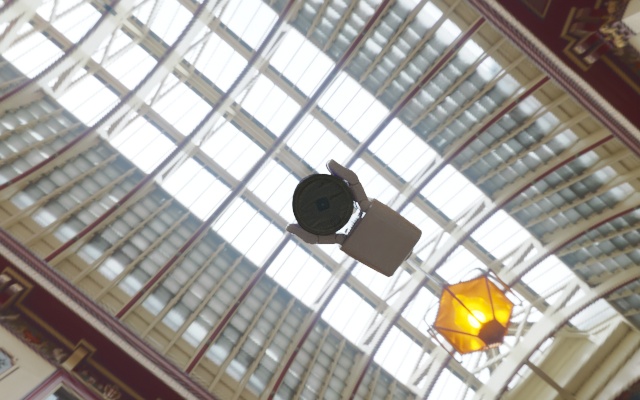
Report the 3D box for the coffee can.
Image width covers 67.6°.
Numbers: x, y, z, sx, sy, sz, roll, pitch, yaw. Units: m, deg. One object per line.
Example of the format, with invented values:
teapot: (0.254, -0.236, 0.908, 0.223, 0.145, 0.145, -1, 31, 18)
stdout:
coffee can: (0.000, 0.003, 0.847, 0.103, 0.103, 0.140, 0, 3, -3)
